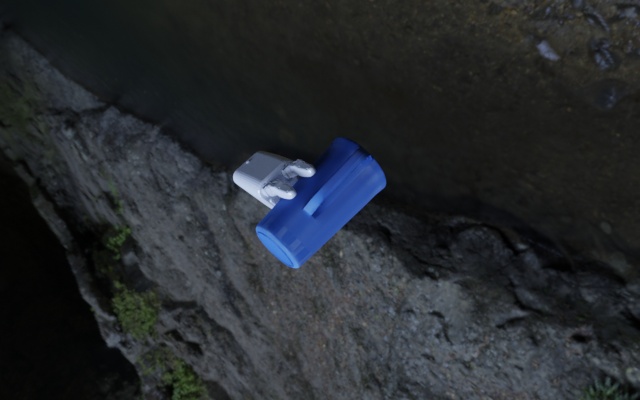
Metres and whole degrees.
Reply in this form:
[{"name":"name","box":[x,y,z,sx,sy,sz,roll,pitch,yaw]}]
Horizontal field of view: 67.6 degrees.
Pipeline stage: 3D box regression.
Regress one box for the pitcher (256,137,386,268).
[{"name":"pitcher","box":[0.000,0.003,0.880,0.145,0.242,0.149,25,-26,46]}]
